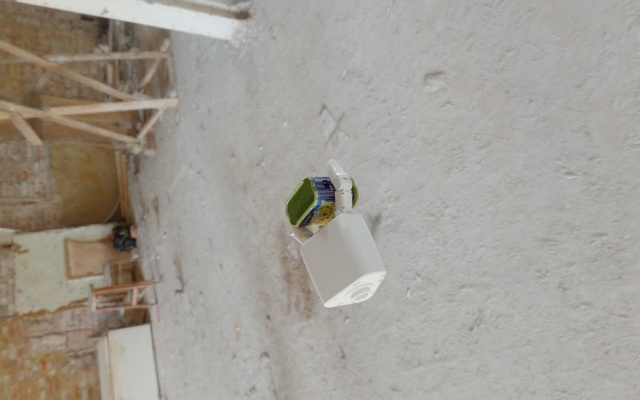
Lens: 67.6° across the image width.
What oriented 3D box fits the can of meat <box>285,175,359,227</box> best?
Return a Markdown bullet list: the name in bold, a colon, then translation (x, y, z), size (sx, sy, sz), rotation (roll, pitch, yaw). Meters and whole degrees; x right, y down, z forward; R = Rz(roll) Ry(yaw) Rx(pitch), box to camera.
- **can of meat**: translation (0.000, 0.003, 0.795), size (0.084, 0.057, 0.102), rotation (-2, -32, -34)
